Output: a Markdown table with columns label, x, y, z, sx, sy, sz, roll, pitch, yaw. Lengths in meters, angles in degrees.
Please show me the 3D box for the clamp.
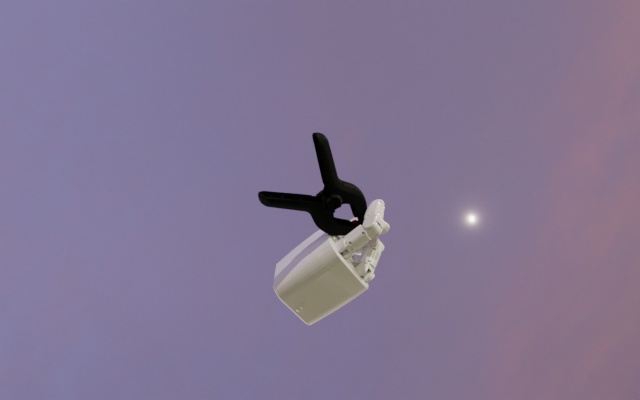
| label | x | y | z | sx | sy | sz | roll | pitch | yaw |
| --- | --- | --- | --- | --- | --- | --- | --- | --- | --- |
| clamp | 0.000 | 0.002 | 0.658 | 0.120 | 0.171 | 0.039 | -36 | 29 | 7 |
